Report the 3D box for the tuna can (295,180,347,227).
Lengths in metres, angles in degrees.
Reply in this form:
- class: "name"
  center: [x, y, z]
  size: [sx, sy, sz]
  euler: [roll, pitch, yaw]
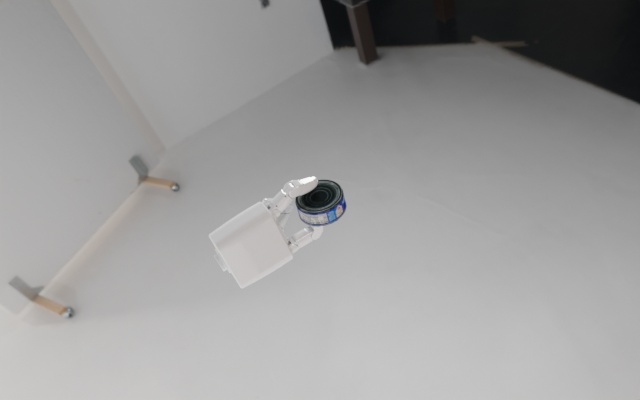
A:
- class: "tuna can"
  center: [0.000, 0.002, 0.823]
  size: [0.086, 0.034, 0.086]
  euler: [-9, 42, 8]
